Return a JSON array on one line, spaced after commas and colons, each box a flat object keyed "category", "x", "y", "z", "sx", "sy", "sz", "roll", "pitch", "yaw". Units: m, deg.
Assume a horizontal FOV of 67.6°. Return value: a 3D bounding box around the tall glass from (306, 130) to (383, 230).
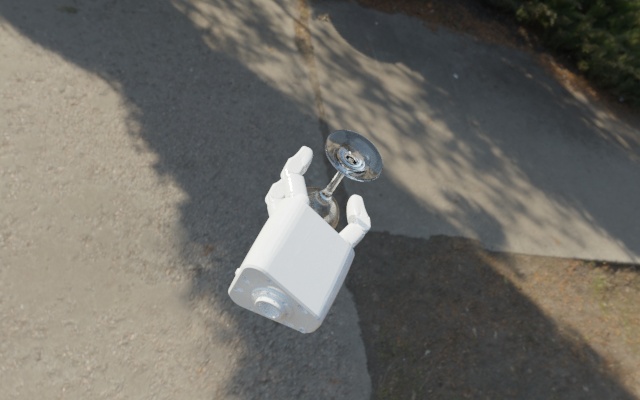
[{"category": "tall glass", "x": 0.000, "y": 0.002, "z": 0.619, "sx": 0.079, "sy": 0.079, "sz": 0.201, "roll": 0, "pitch": -33, "yaw": -28}]
